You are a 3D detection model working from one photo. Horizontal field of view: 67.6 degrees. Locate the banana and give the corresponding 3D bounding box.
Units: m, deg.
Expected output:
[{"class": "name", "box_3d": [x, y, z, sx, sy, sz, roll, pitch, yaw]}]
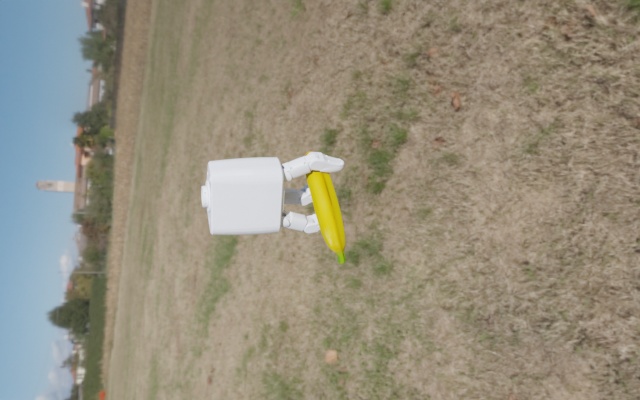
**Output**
[{"class": "banana", "box_3d": [0.003, -0.002, 0.743, 0.037, 0.197, 0.070, -10, -22, -12]}]
